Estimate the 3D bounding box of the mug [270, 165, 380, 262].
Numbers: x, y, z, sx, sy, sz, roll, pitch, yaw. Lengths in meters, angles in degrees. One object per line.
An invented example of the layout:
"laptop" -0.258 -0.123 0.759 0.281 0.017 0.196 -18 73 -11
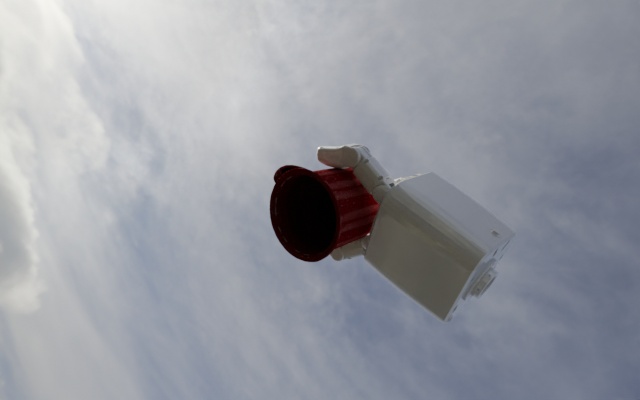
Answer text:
"mug" -0.001 0.001 0.501 0.117 0.093 0.081 41 32 27
